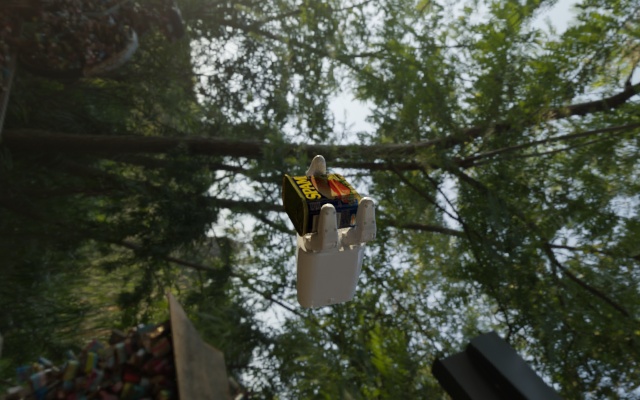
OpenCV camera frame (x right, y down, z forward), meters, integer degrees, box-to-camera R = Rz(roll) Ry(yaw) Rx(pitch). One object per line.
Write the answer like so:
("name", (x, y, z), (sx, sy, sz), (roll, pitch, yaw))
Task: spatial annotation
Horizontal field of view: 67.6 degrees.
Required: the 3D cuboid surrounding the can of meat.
("can of meat", (0.000, 0.002, 0.667), (0.084, 0.057, 0.102), (-6, 30, -19))
